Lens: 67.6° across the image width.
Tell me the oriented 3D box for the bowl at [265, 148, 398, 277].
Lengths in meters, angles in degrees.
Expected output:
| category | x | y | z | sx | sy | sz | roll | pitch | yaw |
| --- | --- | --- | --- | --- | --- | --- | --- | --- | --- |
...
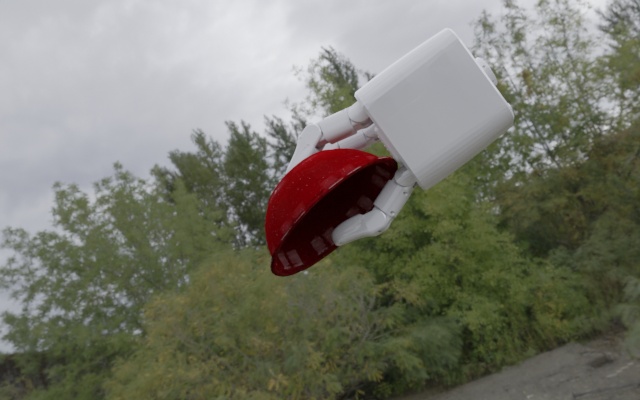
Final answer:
| category | x | y | z | sx | sy | sz | roll | pitch | yaw |
| --- | --- | --- | --- | --- | --- | --- | --- | --- | --- |
| bowl | -0.001 | 0.002 | 0.474 | 0.055 | 0.162 | 0.162 | 47 | 20 | 20 |
